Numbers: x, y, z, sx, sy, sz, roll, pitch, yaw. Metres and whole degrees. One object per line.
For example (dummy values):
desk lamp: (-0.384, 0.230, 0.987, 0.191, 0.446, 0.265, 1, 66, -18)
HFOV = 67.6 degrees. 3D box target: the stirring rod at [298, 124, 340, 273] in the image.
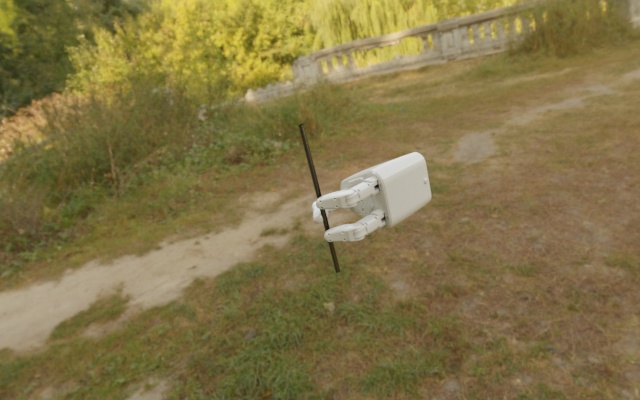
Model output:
stirring rod: (0.000, 0.002, 0.720, 0.011, 0.240, 0.011, -13, 19, 4)
